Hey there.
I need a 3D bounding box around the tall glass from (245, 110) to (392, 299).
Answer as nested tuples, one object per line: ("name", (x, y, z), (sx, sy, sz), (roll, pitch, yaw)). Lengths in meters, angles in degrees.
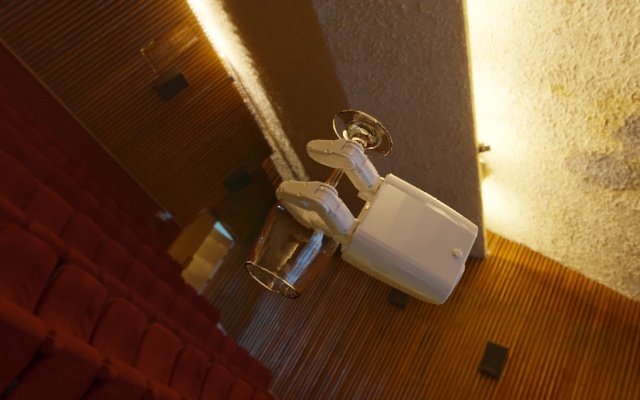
("tall glass", (0.000, 0.001, 0.502), (0.079, 0.201, 0.079), (26, -25, 13))
